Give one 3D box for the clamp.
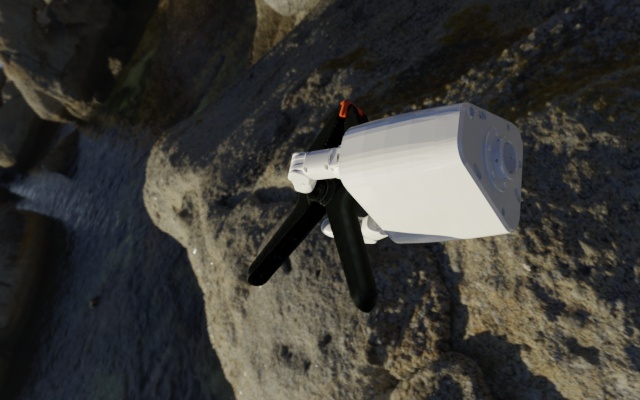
[{"bbox_3d":[0.000,0.001,0.478,0.164,0.210,0.036,-6,-25,41],"label":"clamp"}]
